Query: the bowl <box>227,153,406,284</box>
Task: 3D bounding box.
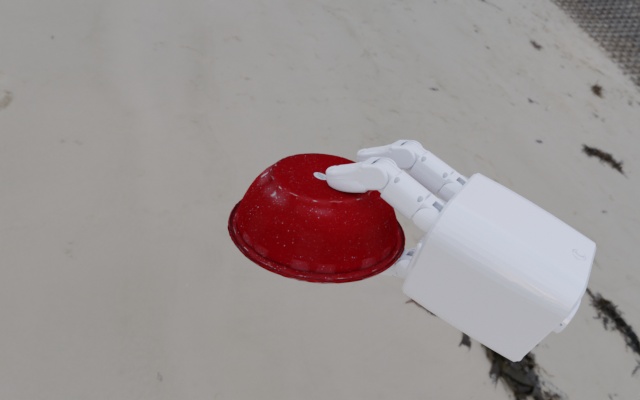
[{"bbox_3d":[-0.001,0.001,0.425,0.162,0.055,0.162,5,30,-3],"label":"bowl"}]
